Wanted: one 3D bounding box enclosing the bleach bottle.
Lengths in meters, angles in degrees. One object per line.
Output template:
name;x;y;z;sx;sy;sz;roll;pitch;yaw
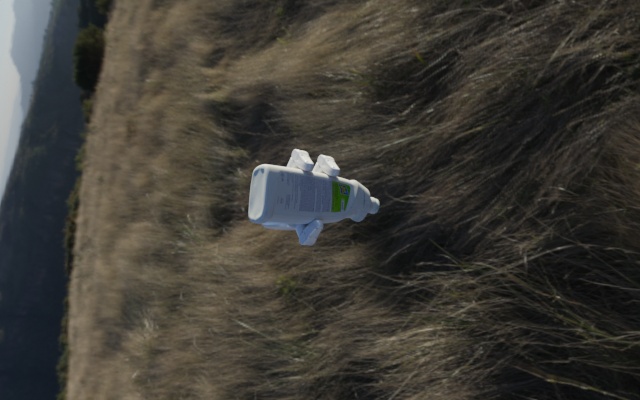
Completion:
bleach bottle;0.000;0.003;0.854;0.251;0.102;0.068;9;-9;-32
